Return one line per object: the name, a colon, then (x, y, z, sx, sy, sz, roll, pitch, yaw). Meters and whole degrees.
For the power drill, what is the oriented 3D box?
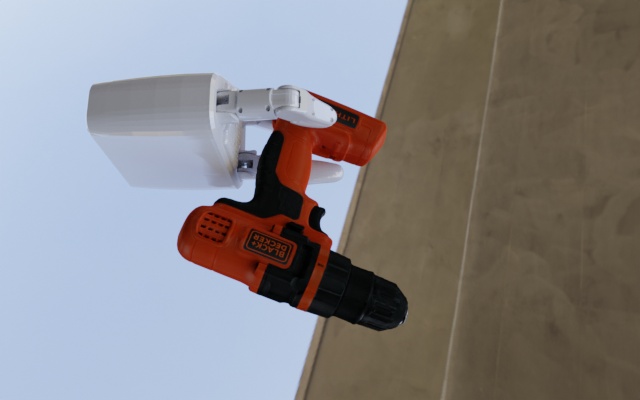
power drill: (0.000, 0.001, 0.404, 0.184, 0.187, 0.057, 23, -35, -4)
